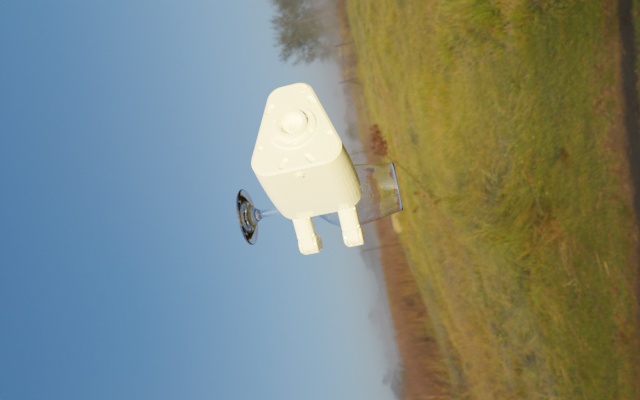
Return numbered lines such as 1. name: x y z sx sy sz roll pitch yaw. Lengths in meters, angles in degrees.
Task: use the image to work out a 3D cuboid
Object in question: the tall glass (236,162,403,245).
1. tall glass: -0.001 0.002 0.608 0.201 0.079 0.079 -11 -2 9
